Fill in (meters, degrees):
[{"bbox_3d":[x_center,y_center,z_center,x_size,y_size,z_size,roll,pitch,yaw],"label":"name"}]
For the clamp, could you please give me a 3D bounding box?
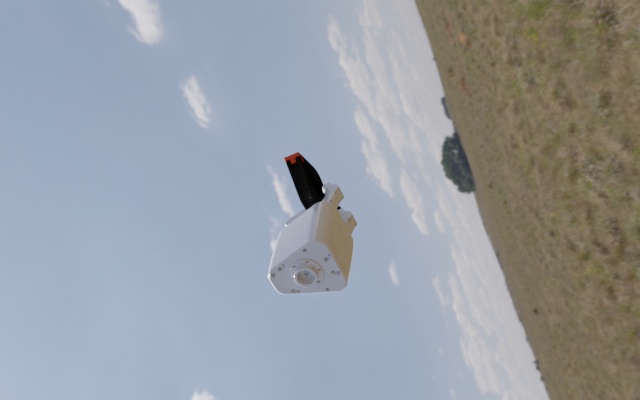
[{"bbox_3d":[-0.001,0.003,0.828,0.036,0.210,0.164,-21,23,16],"label":"clamp"}]
